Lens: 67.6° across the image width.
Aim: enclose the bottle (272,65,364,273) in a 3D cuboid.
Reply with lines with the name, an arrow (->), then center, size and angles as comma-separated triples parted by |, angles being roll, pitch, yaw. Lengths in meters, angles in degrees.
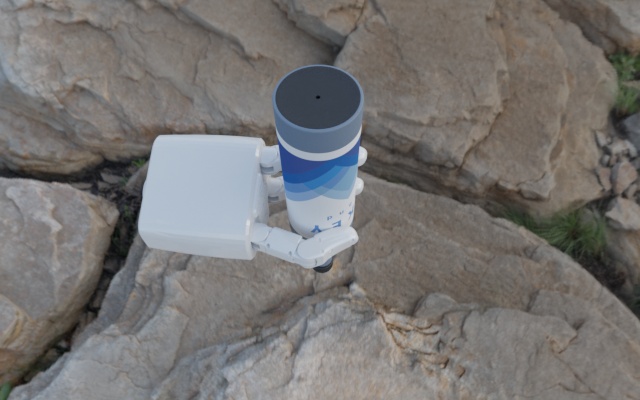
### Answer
bottle -> 0.000, 0.001, 0.470 | 0.069, 0.069, 0.296 | 0, -31, 1
